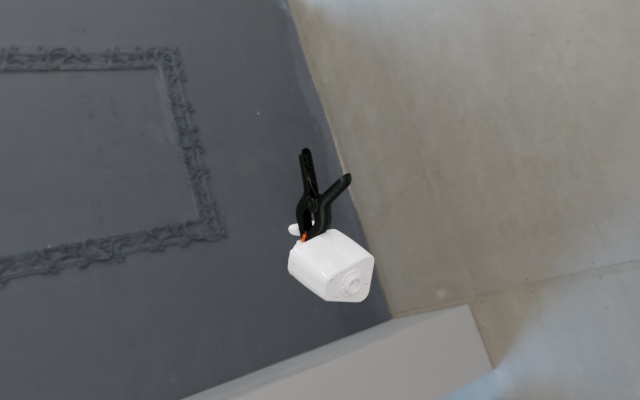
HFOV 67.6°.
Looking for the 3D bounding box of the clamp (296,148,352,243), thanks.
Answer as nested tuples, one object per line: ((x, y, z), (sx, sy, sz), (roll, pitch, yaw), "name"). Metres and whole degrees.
((0.000, 0.003, 0.842), (0.039, 0.171, 0.120), (-14, 28, -37), "clamp")
